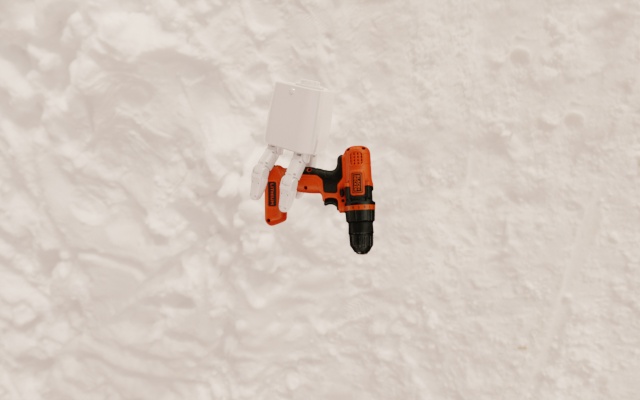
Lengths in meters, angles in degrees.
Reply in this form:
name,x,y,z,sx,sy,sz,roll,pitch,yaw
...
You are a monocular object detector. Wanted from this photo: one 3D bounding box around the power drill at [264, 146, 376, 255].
name,x,y,z,sx,sy,sz,roll,pitch,yaw
power drill,0.000,0.002,0.819,0.187,0.184,0.057,-3,-7,9
